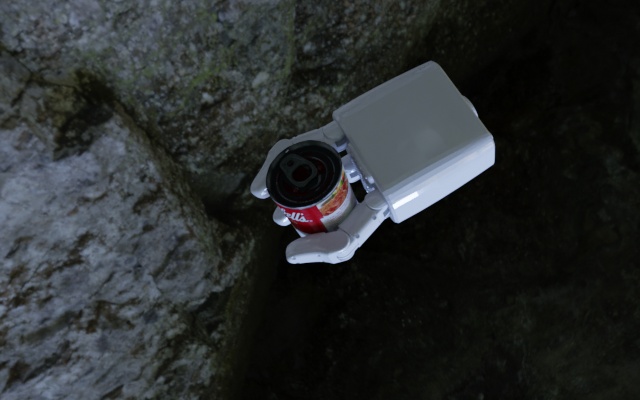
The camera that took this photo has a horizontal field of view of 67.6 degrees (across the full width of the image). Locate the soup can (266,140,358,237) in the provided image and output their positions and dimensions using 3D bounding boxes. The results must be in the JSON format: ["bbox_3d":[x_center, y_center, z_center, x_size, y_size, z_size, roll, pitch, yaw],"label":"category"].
[{"bbox_3d":[0.000,0.002,0.440,0.068,0.068,0.102,0,-29,19],"label":"soup can"}]
